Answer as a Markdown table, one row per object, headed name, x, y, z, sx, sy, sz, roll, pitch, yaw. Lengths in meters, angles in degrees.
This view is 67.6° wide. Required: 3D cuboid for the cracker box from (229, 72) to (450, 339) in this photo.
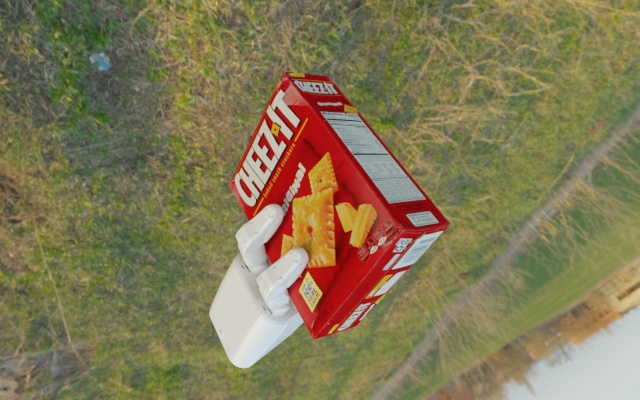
| name | x | y | z | sx | sy | sz | roll | pitch | yaw |
| --- | --- | --- | --- | --- | --- | --- | --- | --- | --- |
| cracker box | 0.000 | 0.002 | 0.482 | 0.072 | 0.213 | 0.164 | -5 | -40 | -42 |
